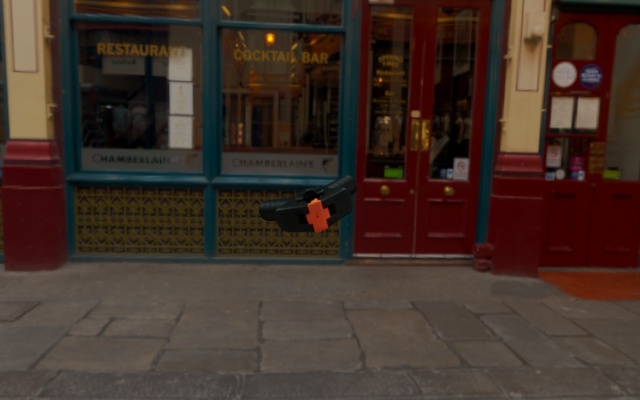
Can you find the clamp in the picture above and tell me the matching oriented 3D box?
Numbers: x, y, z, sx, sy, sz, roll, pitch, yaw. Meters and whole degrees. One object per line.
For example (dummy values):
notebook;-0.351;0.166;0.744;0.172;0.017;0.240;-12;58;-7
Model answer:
clamp;0.000;0.001;0.507;0.120;0.039;0.171;-25;11;-10
